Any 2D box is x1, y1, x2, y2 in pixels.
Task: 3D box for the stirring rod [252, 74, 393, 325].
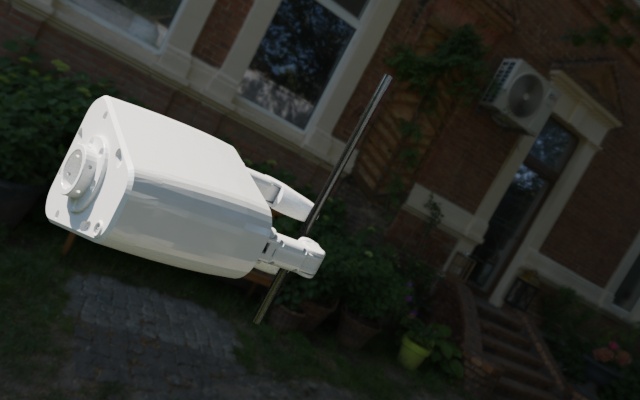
[{"bbox_3d":[0.000,0.001,0.410,0.011,0.239,0.011,28,5,-3],"label":"stirring rod"}]
